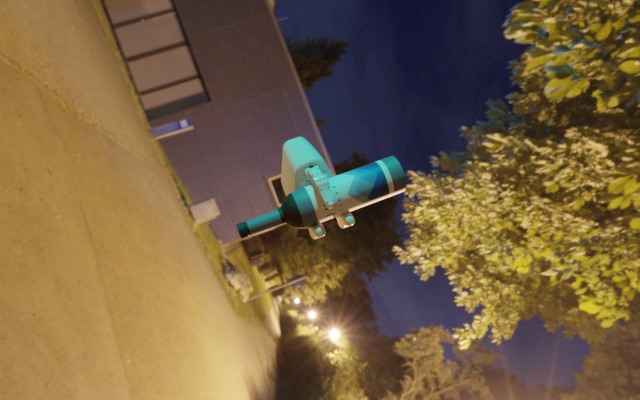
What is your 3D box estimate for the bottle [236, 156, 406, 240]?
[{"bbox_3d":[0.000,0.003,0.820,0.295,0.069,0.069,-20,3,-9],"label":"bottle"}]
